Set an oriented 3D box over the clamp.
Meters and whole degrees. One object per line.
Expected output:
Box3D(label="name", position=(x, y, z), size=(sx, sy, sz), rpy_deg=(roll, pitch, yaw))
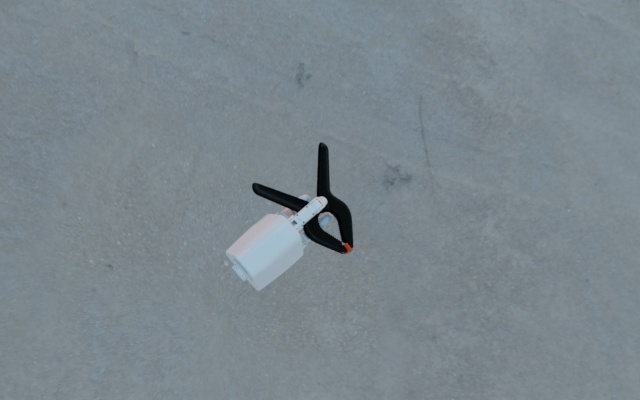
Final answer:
Box3D(label="clamp", position=(0.000, 0.003, 0.880), size=(0.164, 0.210, 0.036), rpy_deg=(-40, -3, -17))
